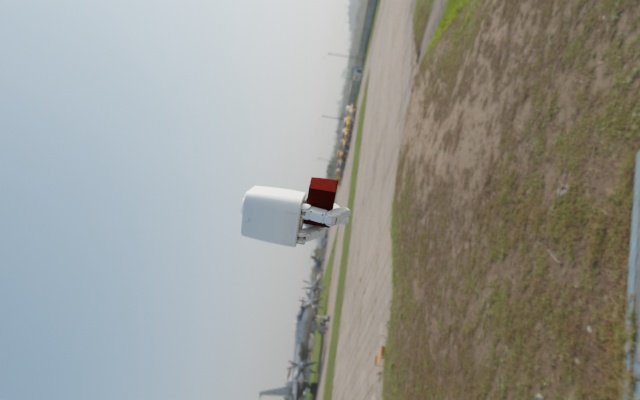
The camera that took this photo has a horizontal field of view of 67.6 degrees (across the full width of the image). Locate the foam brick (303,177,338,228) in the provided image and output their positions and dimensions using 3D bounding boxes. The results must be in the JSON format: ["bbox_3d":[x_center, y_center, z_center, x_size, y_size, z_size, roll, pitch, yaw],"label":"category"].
[{"bbox_3d":[0.000,0.003,0.891,0.051,0.078,0.053,10,27,1],"label":"foam brick"}]
